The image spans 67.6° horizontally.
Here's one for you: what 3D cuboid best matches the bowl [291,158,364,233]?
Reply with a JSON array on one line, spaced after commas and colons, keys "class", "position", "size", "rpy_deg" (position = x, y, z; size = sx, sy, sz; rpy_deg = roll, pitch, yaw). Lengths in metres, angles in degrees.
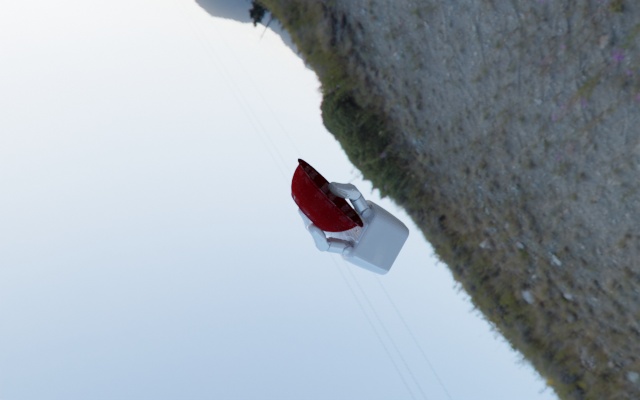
[{"class": "bowl", "position": [-0.001, 0.002, 0.821], "size": [0.055, 0.162, 0.162], "rpy_deg": [-43, -8, 8]}]
